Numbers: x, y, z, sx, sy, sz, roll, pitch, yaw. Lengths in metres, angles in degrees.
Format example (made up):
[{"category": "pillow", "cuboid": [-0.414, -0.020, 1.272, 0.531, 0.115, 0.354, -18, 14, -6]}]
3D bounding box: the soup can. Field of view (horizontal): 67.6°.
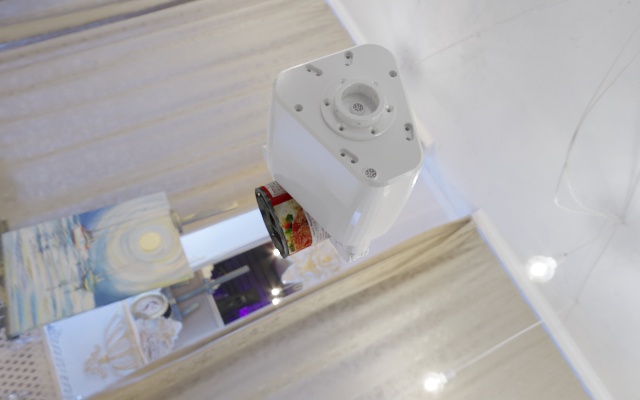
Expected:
[{"category": "soup can", "cuboid": [0.000, 0.002, 0.435, 0.102, 0.068, 0.068, -23, 6, -15]}]
